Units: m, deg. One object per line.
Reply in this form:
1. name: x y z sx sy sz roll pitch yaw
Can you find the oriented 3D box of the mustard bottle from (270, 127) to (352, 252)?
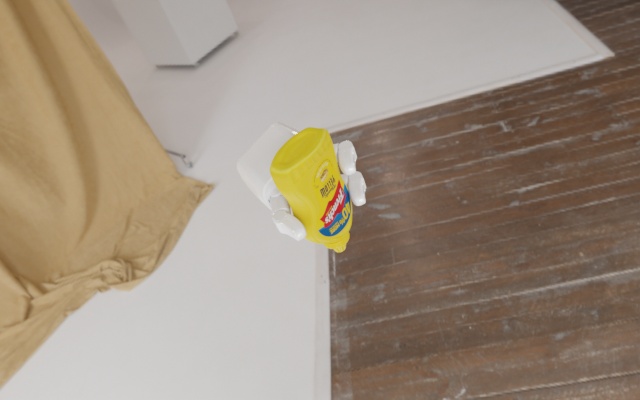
1. mustard bottle: 0.000 0.002 0.656 0.058 0.192 0.096 11 49 34
